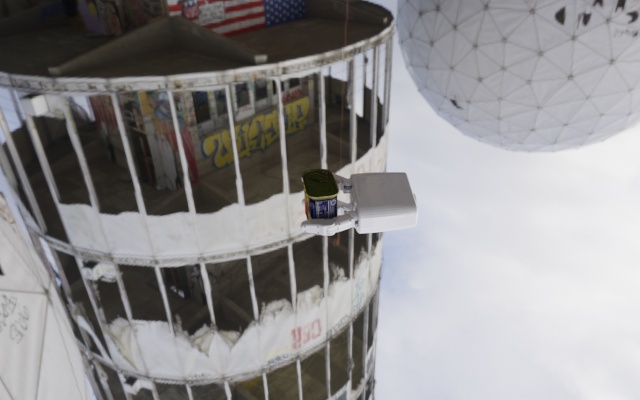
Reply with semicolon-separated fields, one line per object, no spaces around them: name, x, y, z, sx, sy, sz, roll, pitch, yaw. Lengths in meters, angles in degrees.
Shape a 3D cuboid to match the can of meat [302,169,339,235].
can of meat;0.000;0.003;0.870;0.057;0.084;0.102;-6;32;-7
